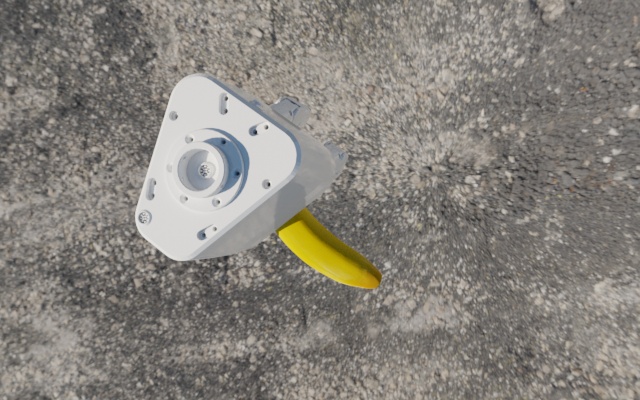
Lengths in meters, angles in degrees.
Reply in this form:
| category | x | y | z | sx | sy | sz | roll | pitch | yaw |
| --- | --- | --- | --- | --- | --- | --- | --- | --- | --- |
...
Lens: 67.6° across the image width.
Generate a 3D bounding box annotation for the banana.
| category | x | y | z | sx | sy | sz | roll | pitch | yaw |
| --- | --- | --- | --- | --- | --- | --- | --- | --- | --- |
| banana | -0.018 | 0.008 | 0.452 | 0.069 | 0.198 | 0.037 | -30 | -7 | 5 |
